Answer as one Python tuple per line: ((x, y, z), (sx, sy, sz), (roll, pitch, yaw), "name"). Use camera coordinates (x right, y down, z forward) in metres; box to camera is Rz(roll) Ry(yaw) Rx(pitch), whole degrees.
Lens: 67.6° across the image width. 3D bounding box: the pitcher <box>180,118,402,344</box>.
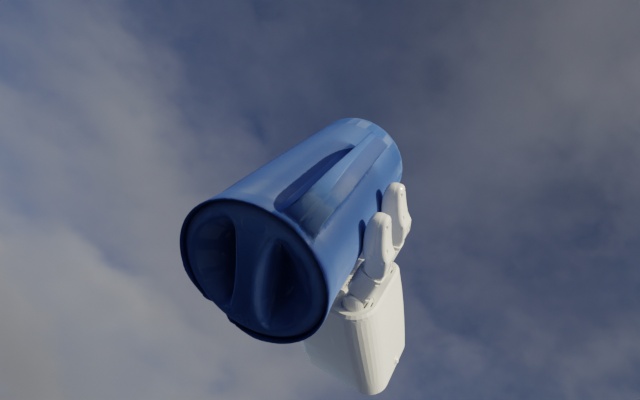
((0.000, 0.002, 0.449), (0.149, 0.145, 0.242), (4, 28, 26), "pitcher")
